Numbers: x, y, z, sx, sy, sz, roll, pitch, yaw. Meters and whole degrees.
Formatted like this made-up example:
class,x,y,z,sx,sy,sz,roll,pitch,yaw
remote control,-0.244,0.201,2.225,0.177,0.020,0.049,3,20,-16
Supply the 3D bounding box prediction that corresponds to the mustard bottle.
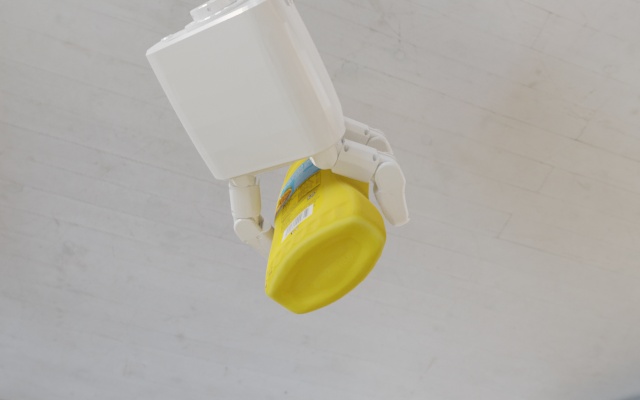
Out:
class,x,y,z,sx,sy,sz,roll,pitch,yaw
mustard bottle,0.000,0.002,0.407,0.058,0.096,0.191,37,22,-20
